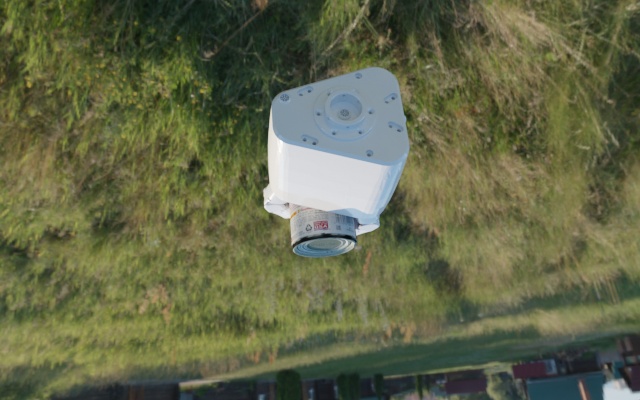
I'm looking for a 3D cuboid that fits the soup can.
[{"bbox_3d":[0.000,0.002,0.504,0.068,0.102,0.068,-5,-23,-2],"label":"soup can"}]
